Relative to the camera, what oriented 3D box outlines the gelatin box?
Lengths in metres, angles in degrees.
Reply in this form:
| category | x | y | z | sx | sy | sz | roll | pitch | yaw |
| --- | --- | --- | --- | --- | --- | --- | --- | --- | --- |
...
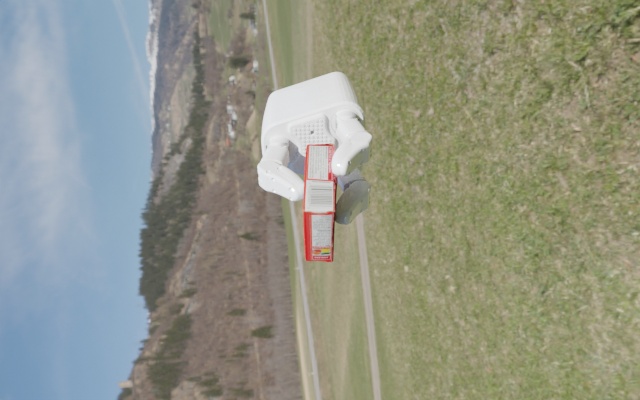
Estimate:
| category | x | y | z | sx | sy | sz | roll | pitch | yaw |
| --- | --- | --- | --- | --- | --- | --- | --- | --- | --- |
| gelatin box | 0.000 | 0.002 | 0.452 | 0.030 | 0.089 | 0.073 | 1 | -42 | 0 |
